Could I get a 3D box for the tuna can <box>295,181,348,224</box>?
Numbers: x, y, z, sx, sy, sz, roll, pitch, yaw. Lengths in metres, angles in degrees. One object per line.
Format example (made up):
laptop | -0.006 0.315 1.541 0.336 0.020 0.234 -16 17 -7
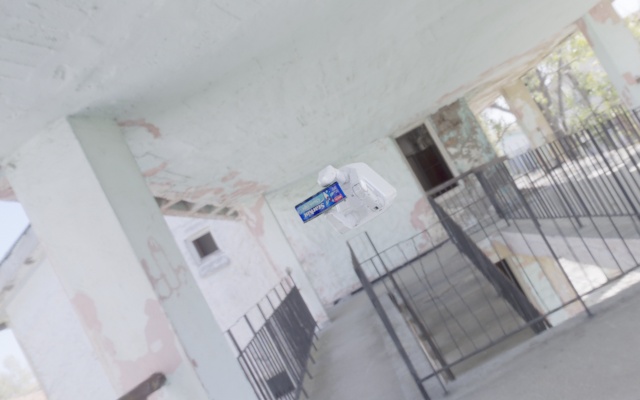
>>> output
tuna can | 0.000 0.002 0.793 0.086 0.034 0.086 -31 1 1
